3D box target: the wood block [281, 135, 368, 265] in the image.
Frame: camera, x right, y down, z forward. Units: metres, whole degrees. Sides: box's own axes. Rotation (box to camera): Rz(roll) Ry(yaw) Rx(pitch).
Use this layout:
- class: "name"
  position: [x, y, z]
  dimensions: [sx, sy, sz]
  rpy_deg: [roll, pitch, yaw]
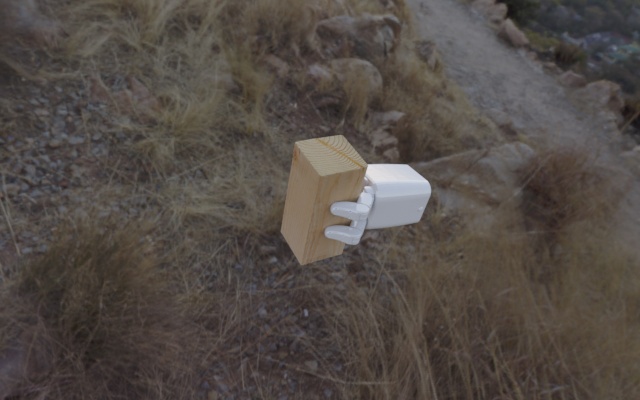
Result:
- class: "wood block"
  position: [0.000, 0.002, 0.814]
  dimensions: [0.090, 0.206, 0.090]
  rpy_deg: [-13, 47, -26]
